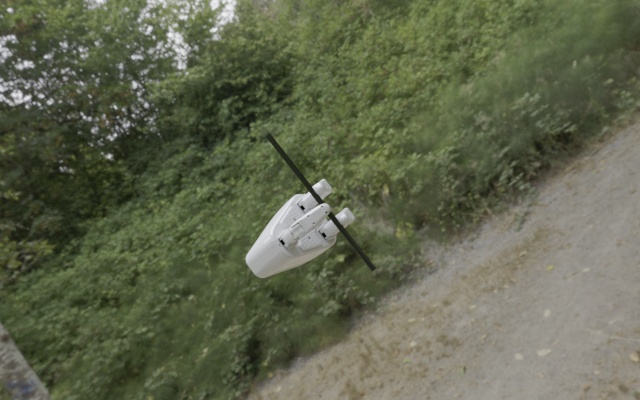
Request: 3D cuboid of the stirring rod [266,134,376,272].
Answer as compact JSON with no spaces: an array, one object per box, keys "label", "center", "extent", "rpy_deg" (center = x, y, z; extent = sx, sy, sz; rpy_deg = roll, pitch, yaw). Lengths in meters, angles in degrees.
[{"label":"stirring rod","center":[0.000,0.002,0.669],"extent":[0.011,0.239,0.011],"rpy_deg":[-38,-3,-2]}]
